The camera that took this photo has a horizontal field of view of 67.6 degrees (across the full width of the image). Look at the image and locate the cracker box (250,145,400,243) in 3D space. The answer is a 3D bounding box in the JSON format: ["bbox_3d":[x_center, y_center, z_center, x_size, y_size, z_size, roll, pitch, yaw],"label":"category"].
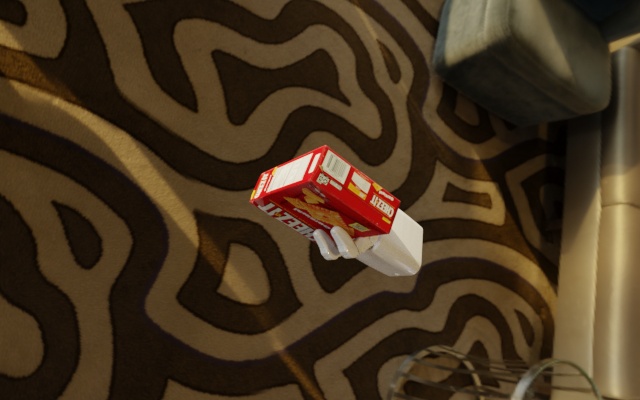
[{"bbox_3d":[0.000,0.002,0.805,0.164,0.072,0.214,34,-26,-24],"label":"cracker box"}]
